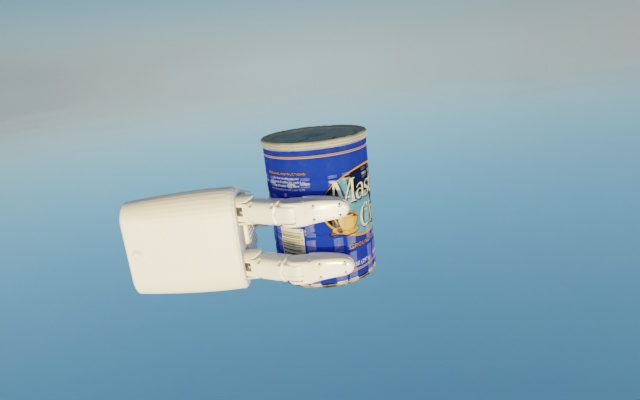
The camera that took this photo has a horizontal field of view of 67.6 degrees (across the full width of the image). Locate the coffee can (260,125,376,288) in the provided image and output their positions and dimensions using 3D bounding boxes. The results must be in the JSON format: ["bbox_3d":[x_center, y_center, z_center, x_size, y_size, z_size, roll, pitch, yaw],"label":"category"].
[{"bbox_3d":[0.000,0.001,0.480,0.103,0.140,0.102,-6,16,2],"label":"coffee can"}]
